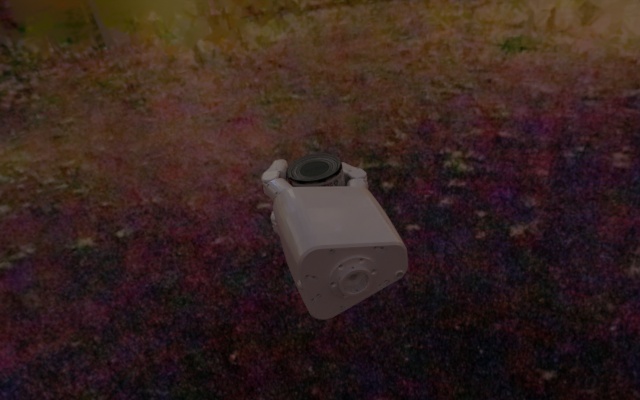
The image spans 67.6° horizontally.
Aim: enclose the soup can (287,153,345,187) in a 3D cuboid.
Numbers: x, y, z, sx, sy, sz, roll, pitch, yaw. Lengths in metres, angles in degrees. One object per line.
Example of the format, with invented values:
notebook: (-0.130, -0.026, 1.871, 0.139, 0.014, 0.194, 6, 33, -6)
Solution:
soup can: (0.000, 0.001, 0.588, 0.068, 0.102, 0.068, -8, 33, 5)
